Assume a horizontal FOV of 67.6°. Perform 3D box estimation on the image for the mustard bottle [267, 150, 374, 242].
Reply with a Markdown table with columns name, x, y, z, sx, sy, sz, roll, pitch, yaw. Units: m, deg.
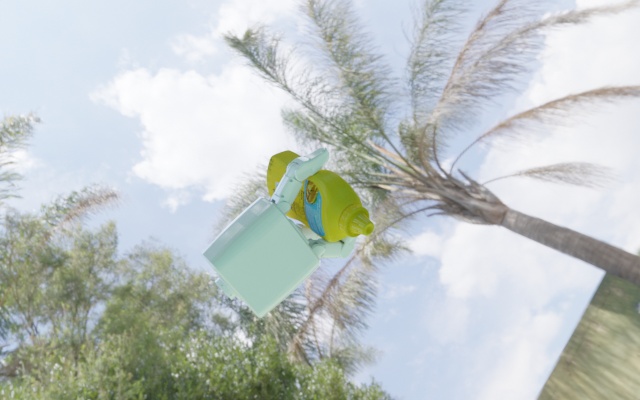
| name | x | y | z | sx | sy | sz | roll | pitch | yaw |
| --- | --- | --- | --- | --- | --- | --- | --- | --- | --- |
| mustard bottle | 0.000 | 0.002 | 0.638 | 0.058 | 0.096 | 0.191 | -22 | 33 | -30 |
